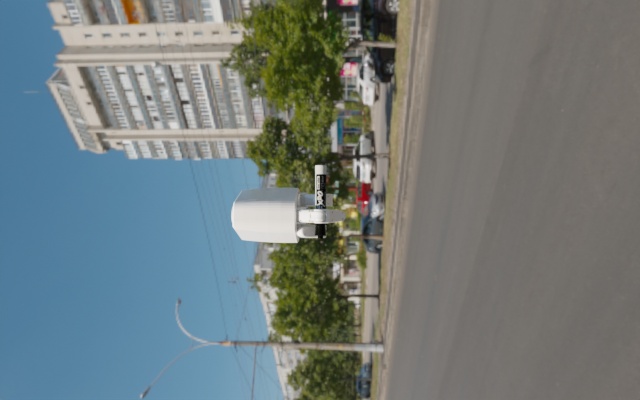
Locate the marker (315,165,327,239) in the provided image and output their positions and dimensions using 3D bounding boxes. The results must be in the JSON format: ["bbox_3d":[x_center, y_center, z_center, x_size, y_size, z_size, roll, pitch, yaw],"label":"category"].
[{"bbox_3d":[0.000,0.003,0.786,0.020,0.121,0.020,0,-2,0],"label":"marker"}]
